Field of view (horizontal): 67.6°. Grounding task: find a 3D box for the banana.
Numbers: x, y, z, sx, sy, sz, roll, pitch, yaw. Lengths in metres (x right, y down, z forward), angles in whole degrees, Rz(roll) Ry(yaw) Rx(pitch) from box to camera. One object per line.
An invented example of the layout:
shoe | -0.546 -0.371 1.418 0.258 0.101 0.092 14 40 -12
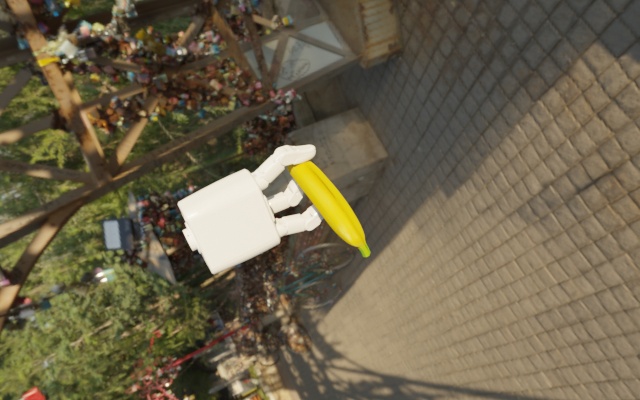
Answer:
banana | 0.002 -0.004 0.671 0.037 0.197 0.070 -30 -23 -16
